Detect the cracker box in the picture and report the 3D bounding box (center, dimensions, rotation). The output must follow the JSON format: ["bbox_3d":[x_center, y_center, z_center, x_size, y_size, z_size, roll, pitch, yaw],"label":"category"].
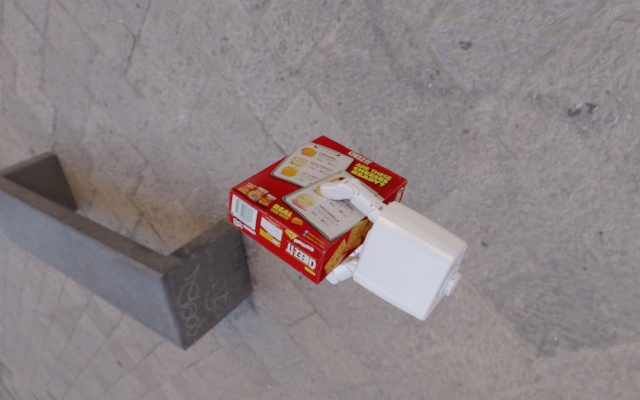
[{"bbox_3d":[0.000,0.002,0.691,0.164,0.072,0.213,31,43,23],"label":"cracker box"}]
